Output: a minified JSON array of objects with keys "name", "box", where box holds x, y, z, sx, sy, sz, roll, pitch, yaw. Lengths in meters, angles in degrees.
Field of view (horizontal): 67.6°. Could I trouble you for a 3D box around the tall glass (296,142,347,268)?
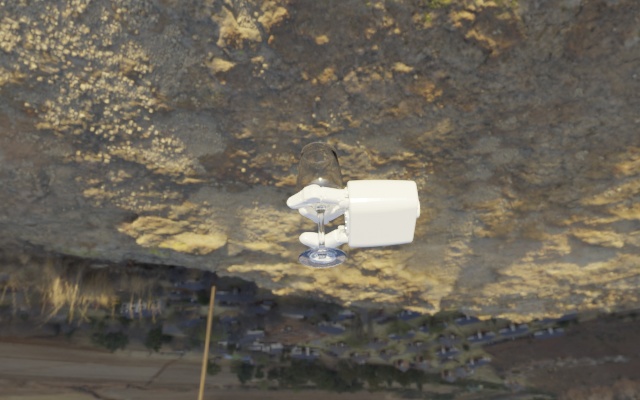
[{"name":"tall glass","box":[0.000,0.003,0.780,0.079,0.201,0.079,-2,-30,-1]}]
